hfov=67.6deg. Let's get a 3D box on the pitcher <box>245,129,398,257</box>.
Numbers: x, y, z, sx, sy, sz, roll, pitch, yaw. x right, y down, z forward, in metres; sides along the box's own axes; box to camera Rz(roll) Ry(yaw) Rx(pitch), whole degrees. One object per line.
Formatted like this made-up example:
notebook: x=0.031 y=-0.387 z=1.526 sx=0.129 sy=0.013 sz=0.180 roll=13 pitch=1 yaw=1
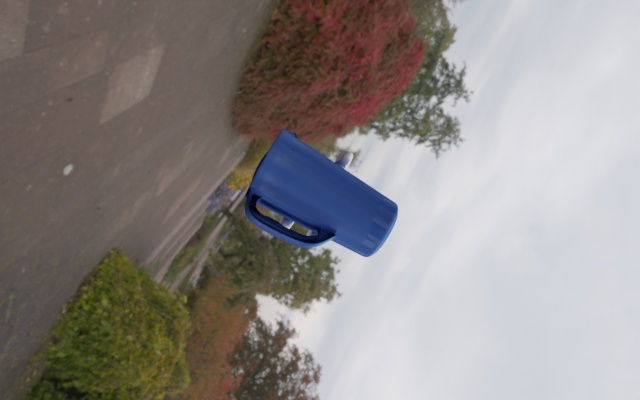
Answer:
pitcher: x=0.000 y=0.003 z=0.804 sx=0.243 sy=0.149 sz=0.145 roll=30 pitch=11 yaw=-4
